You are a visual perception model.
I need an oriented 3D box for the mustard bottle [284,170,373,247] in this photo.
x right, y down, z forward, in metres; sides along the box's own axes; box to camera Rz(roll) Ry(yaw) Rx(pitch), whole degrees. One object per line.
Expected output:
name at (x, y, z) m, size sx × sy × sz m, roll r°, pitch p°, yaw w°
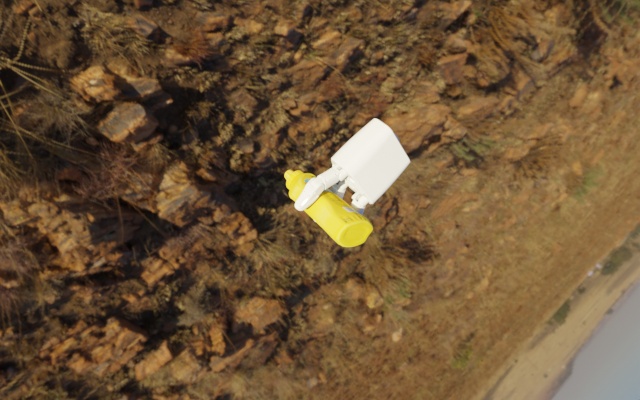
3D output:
mustard bottle at (0.000, 0.003, 0.842) m, size 0.191 × 0.058 × 0.096 m, roll 42°, pitch 19°, yaw 32°
